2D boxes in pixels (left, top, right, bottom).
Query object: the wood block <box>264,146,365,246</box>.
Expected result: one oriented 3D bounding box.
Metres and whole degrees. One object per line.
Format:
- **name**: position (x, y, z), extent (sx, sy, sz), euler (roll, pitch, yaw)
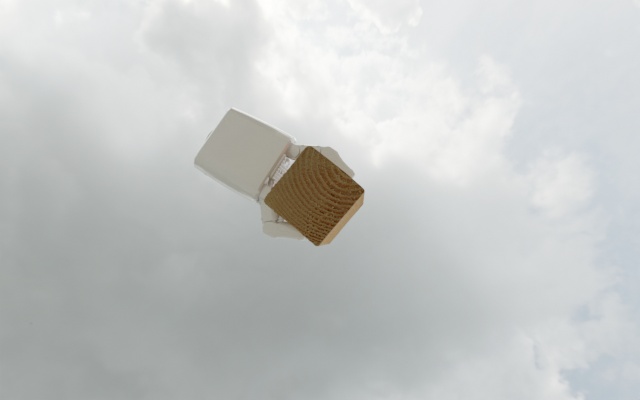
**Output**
- **wood block**: position (0.000, 0.002, 0.666), extent (0.090, 0.091, 0.206), euler (39, 0, 6)
